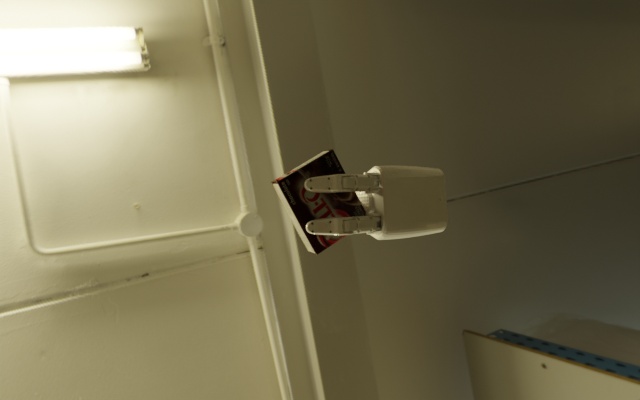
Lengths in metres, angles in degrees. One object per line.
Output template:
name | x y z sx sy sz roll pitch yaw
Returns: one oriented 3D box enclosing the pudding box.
pudding box | 0.000 0.002 0.638 0.090 0.113 0.039 -32 10 -19
